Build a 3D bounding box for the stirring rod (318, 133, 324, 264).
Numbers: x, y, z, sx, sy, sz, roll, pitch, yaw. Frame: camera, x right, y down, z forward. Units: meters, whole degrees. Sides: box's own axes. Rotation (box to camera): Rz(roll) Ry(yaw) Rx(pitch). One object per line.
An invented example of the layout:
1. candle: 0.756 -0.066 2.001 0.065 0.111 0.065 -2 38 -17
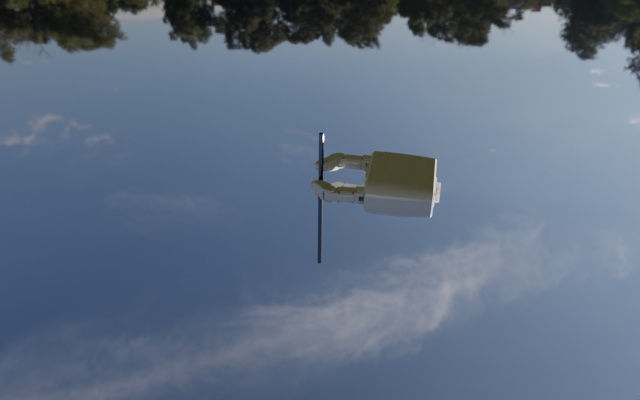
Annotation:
1. stirring rod: 0.000 0.003 0.804 0.011 0.240 0.011 1 26 0
